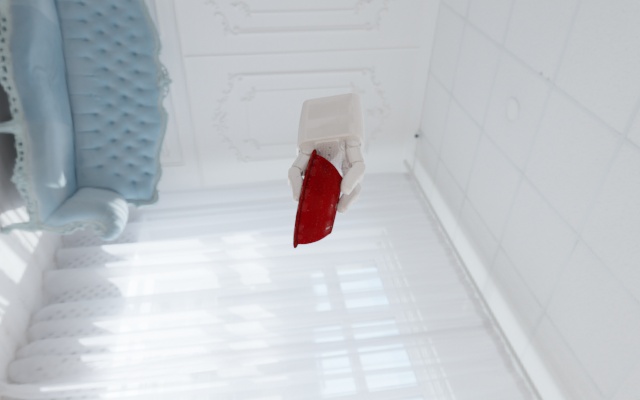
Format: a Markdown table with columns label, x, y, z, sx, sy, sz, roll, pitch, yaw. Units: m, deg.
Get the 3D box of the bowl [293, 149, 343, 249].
| label | x | y | z | sx | sy | sz | roll | pitch | yaw |
| --- | --- | --- | --- | --- | --- | --- | --- | --- | --- |
| bowl | 0.000 | 0.004 | 0.760 | 0.055 | 0.162 | 0.162 | 12 | 1 | 4 |
